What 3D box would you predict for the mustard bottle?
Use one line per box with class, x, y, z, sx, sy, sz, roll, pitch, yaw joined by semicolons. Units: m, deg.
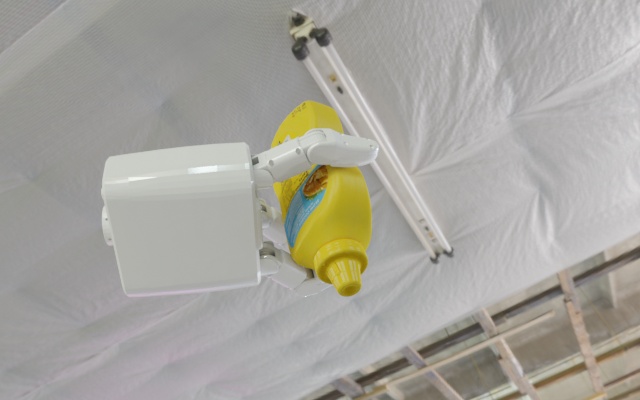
mustard bottle;0.000;0.001;0.414;0.058;0.096;0.191;14;36;-27
